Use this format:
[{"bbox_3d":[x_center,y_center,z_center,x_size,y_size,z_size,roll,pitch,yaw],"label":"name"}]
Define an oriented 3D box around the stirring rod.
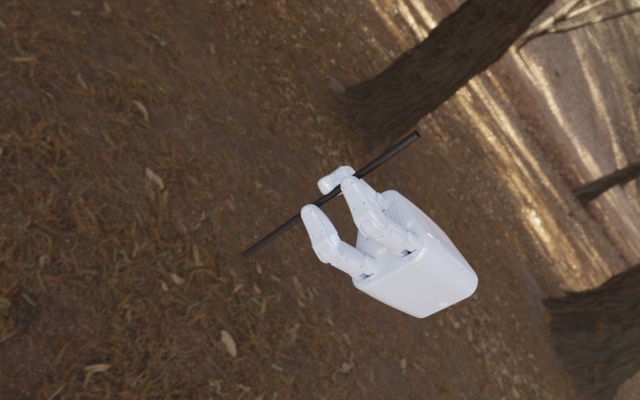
[{"bbox_3d":[0.000,0.002,0.481,0.239,0.011,0.011,-35,-19,29],"label":"stirring rod"}]
